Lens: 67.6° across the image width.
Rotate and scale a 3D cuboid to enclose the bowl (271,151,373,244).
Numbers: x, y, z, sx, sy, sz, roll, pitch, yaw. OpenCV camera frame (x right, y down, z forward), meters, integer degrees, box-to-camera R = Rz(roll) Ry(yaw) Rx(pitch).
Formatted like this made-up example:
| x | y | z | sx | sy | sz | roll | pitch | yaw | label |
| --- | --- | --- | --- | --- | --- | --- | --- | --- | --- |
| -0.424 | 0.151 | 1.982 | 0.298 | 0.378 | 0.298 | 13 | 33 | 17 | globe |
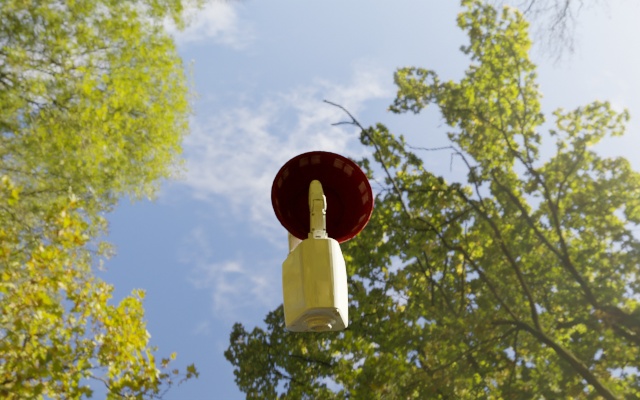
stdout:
| x | y | z | sx | sy | sz | roll | pitch | yaw | label |
| --- | --- | --- | --- | --- | --- | --- | --- | --- | --- |
| 0.000 | 0.001 | 0.768 | 0.162 | 0.162 | 0.055 | 0 | -23 | -8 | bowl |
